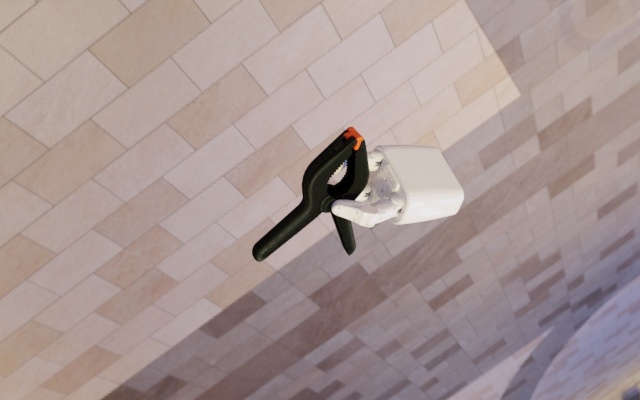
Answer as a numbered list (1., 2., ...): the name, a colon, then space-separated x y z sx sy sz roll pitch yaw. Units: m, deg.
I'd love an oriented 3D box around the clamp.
1. clamp: 0.001 0.002 0.624 0.164 0.210 0.036 -7 40 -30
